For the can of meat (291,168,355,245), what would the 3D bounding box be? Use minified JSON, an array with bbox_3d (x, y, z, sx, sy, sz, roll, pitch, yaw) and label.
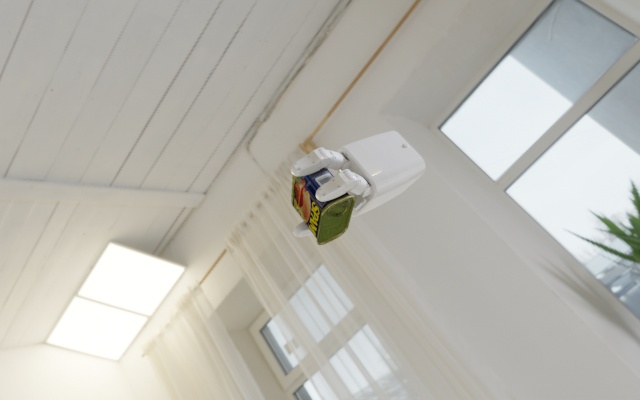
[{"bbox_3d":[0.000,0.002,0.709,0.057,0.084,0.102,-25,-30,-23],"label":"can of meat"}]
